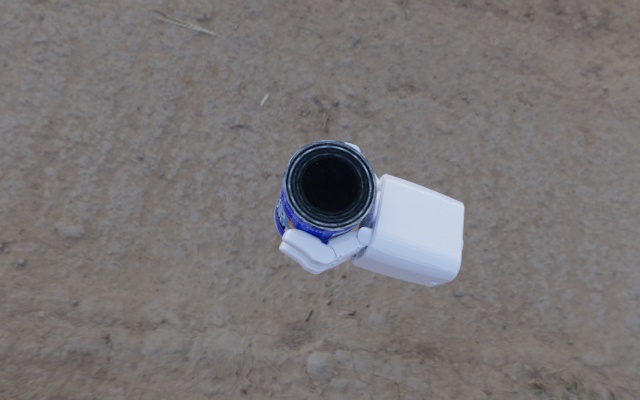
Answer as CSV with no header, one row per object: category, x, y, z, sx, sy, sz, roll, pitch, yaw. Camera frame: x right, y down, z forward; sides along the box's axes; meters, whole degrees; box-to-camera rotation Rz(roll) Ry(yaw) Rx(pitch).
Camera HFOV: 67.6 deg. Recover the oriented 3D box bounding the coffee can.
coffee can,0.000,0.002,0.575,0.103,0.102,0.140,0,-16,-9
